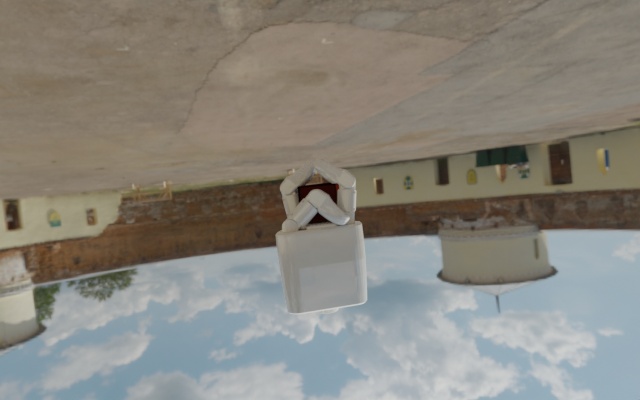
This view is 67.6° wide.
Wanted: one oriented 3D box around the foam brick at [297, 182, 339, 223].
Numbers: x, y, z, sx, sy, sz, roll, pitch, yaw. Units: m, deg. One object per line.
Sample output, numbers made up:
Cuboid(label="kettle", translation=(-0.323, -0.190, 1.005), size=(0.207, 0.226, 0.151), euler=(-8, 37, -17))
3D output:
Cuboid(label="foam brick", translation=(0.000, 0.002, 0.667), size=(0.053, 0.051, 0.078), euler=(-7, 2, 6))
